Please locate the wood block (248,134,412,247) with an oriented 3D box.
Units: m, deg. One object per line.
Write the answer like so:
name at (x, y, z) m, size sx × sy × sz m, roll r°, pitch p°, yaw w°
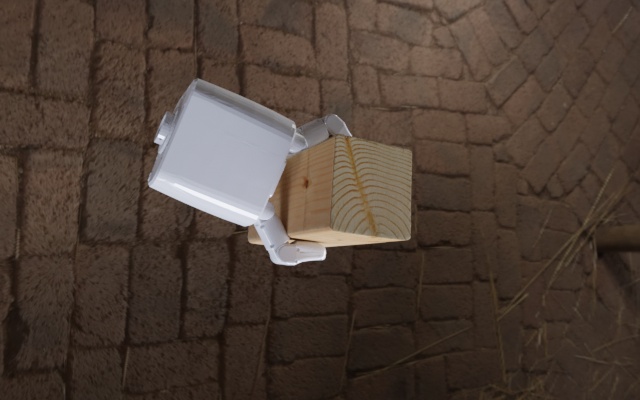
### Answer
wood block at (0.000, 0.002, 0.527) m, size 0.090 × 0.091 × 0.206 m, roll 9°, pitch -11°, yaw -28°
